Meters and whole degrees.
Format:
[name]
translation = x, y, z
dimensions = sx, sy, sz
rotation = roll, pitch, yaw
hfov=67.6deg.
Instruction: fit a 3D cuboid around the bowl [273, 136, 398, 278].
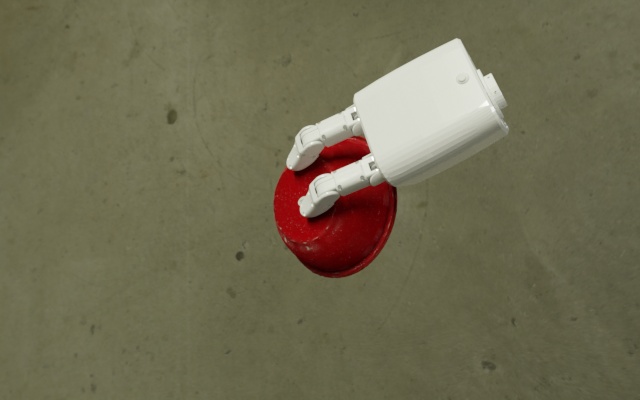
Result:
[bowl]
translation = -0.001, 0.003, 0.514
dimensions = 0.162, 0.162, 0.055
rotation = 0, -7, 42
